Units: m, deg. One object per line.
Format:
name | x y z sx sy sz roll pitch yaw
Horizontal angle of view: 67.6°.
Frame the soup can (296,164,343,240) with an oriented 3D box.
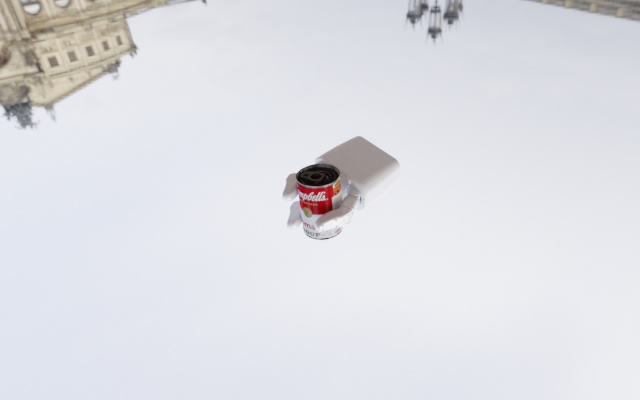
soup can | 0.000 0.003 0.749 0.068 0.102 0.068 -4 34 3
